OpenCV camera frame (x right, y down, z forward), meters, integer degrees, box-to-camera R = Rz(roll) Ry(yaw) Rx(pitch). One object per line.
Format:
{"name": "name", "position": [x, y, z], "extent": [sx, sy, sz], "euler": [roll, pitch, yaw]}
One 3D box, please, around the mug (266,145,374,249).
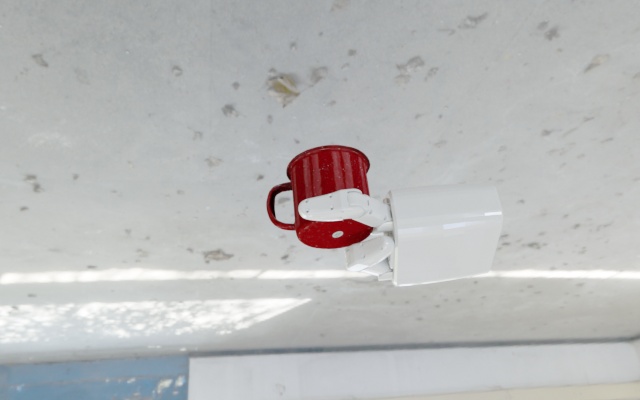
{"name": "mug", "position": [-0.001, 0.002, 0.509], "extent": [0.117, 0.081, 0.093], "euler": [-7, -28, 2]}
